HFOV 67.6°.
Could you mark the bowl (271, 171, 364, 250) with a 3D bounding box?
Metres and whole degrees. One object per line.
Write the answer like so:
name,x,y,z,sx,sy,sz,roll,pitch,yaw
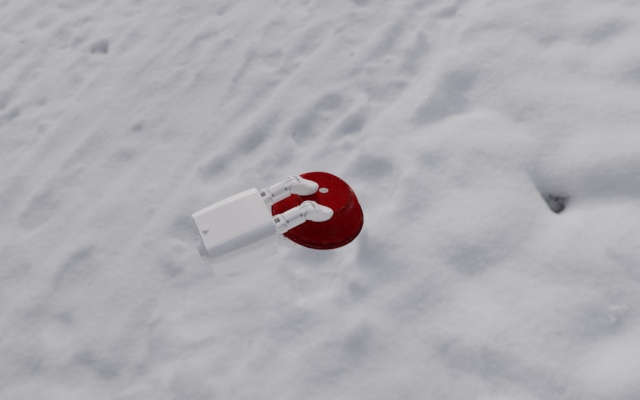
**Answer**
bowl,0.001,0.002,0.800,0.162,0.162,0.055,0,-42,-14
